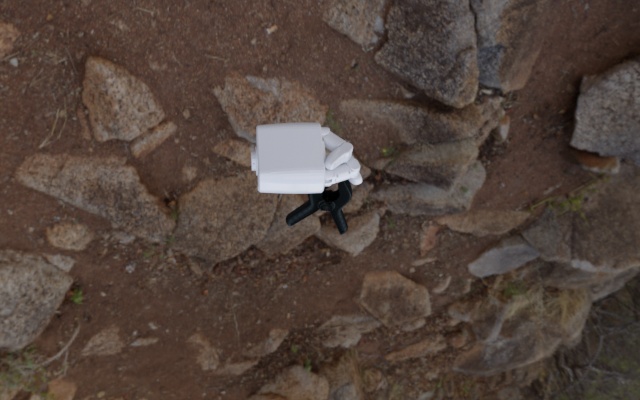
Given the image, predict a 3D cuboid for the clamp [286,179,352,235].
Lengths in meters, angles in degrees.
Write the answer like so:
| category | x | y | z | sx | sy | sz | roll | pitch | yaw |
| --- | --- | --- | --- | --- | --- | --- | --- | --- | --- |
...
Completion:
| category | x | y | z | sx | sy | sz | roll | pitch | yaw |
| --- | --- | --- | --- | --- | --- | --- | --- | --- | --- |
| clamp | 0.000 | 0.003 | 0.864 | 0.120 | 0.039 | 0.172 | 0 | -42 | -8 |
